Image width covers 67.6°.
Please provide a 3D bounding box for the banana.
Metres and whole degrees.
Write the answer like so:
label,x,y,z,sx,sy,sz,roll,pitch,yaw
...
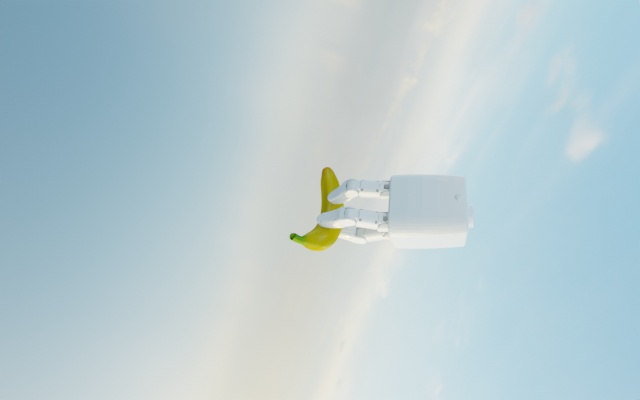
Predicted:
label,x,y,z,sx,sy,sz,roll,pitch,yaw
banana,0.009,0.019,0.735,0.037,0.070,0.197,-21,25,26
